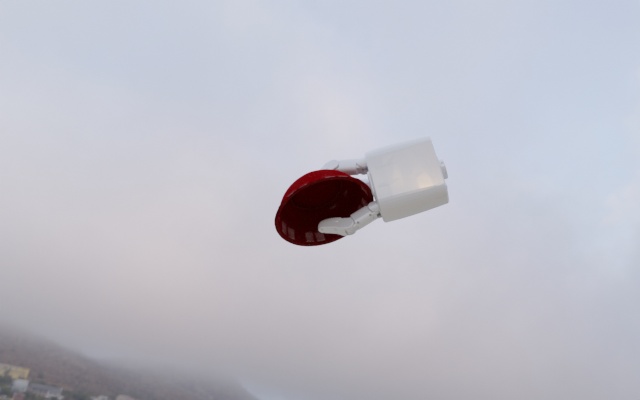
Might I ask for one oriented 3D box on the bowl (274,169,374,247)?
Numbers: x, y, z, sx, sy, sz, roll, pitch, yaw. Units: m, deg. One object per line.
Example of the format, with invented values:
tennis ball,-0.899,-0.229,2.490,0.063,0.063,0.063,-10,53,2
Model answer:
bowl,-0.001,0.003,0.762,0.162,0.055,0.162,-13,-40,-11
